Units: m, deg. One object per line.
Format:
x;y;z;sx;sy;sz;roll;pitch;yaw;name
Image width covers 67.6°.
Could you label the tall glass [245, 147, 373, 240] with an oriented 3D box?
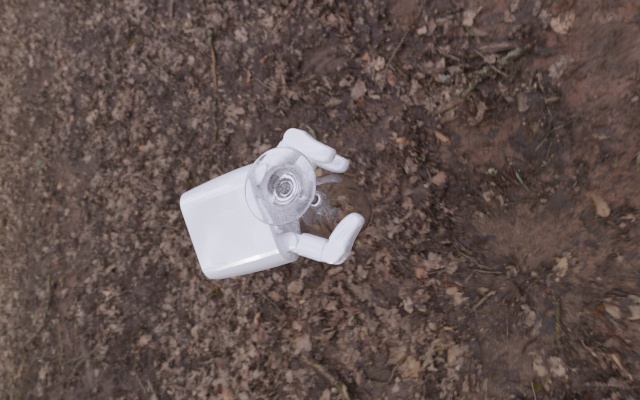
0.000;0.002;0.530;0.079;0.079;0.201;0;-9;24;tall glass
